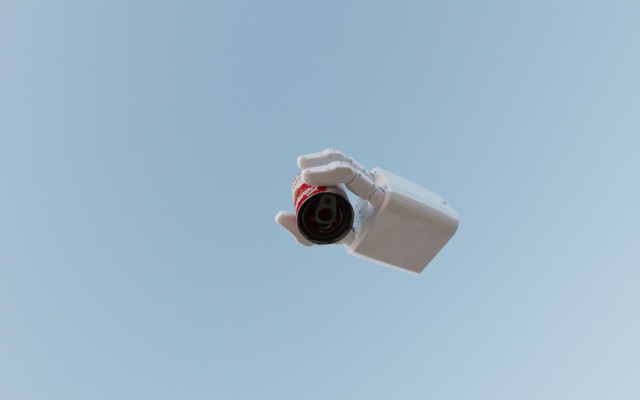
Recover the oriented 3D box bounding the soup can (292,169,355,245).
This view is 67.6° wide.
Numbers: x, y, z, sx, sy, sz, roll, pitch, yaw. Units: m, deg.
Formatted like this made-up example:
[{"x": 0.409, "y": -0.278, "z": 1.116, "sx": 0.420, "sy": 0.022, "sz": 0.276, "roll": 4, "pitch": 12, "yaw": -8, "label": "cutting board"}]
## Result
[{"x": 0.000, "y": 0.002, "z": 0.596, "sx": 0.068, "sy": 0.068, "sz": 0.102, "roll": 0, "pitch": 23, "yaw": -8, "label": "soup can"}]
